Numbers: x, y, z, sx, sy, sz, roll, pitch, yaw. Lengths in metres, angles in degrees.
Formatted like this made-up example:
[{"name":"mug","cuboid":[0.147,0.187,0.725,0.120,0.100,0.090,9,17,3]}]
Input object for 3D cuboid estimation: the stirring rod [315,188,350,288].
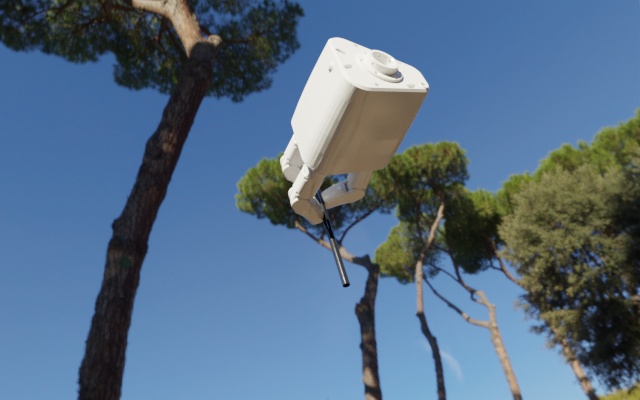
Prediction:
[{"name":"stirring rod","cuboid":[0.000,0.002,0.576,0.011,0.239,0.011,-10,-42,-9]}]
